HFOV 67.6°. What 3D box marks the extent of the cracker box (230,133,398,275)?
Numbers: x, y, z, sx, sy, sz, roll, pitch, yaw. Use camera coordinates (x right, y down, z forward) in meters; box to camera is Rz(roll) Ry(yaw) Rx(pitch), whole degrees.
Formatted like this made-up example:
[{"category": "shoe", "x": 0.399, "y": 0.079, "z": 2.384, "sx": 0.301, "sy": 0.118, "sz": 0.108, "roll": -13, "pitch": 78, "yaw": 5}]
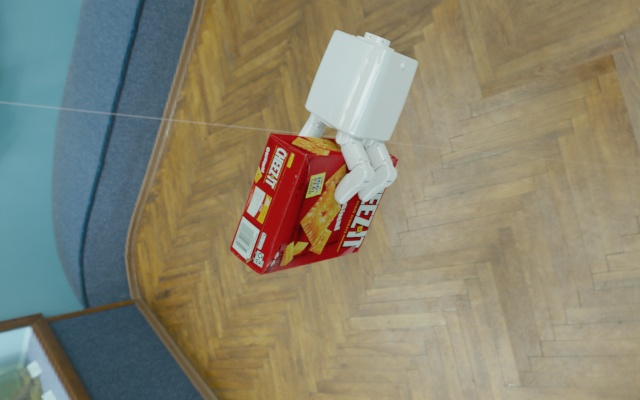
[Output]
[{"category": "cracker box", "x": 0.000, "y": 0.002, "z": 0.639, "sx": 0.072, "sy": 0.164, "sz": 0.213, "roll": 34, "pitch": 23, "yaw": 32}]
